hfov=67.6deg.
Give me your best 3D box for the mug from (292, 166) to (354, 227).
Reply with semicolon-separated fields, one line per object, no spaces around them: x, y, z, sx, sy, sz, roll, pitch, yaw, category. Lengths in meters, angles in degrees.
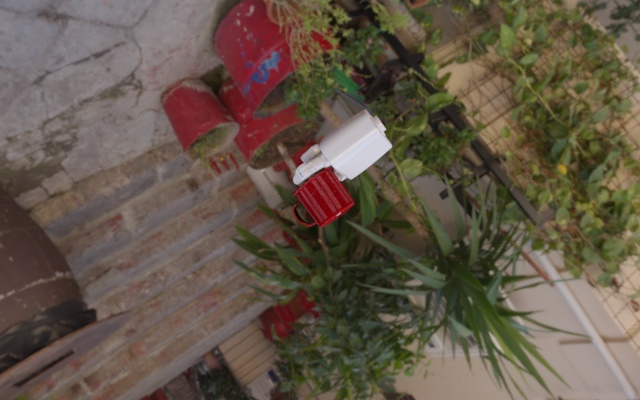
-0.001;0.004;0.897;0.117;0.081;0.093;-37;-6;13;mug
